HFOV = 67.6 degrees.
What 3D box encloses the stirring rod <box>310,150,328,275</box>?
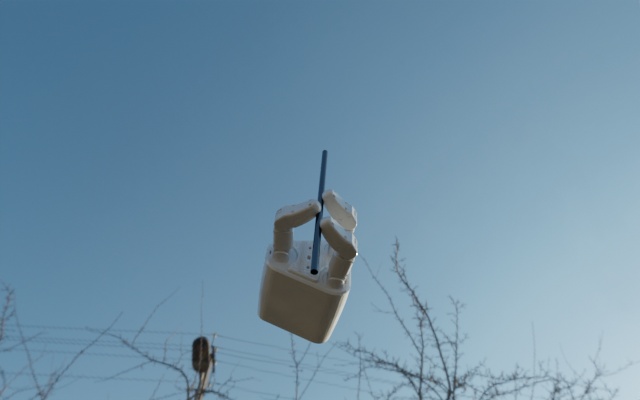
[{"bbox_3d":[0.000,0.002,0.575,0.011,0.011,0.239,0,35,4],"label":"stirring rod"}]
